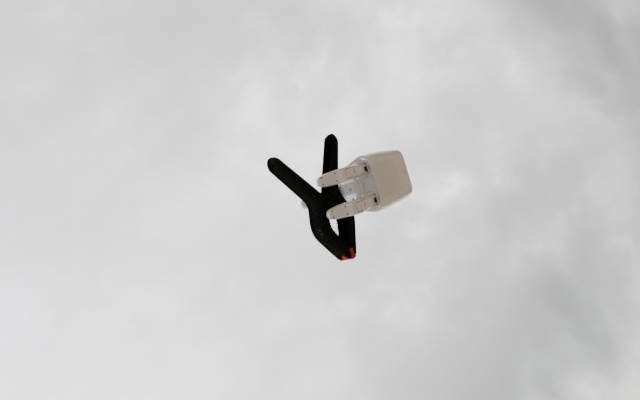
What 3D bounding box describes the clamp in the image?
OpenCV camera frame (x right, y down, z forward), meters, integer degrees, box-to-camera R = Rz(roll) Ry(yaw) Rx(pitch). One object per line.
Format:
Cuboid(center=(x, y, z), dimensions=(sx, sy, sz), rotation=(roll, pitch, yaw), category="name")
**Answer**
Cuboid(center=(0.000, 0.003, 0.770), dimensions=(0.036, 0.210, 0.164), rotation=(-16, 2, 44), category="clamp")
